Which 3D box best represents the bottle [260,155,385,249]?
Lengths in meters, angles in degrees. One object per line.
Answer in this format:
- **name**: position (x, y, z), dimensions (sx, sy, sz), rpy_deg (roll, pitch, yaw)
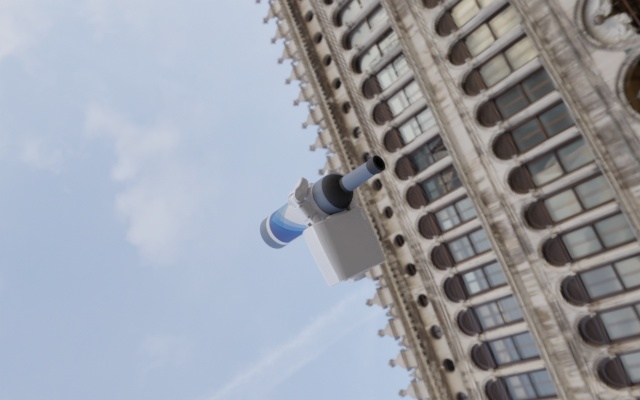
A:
- **bottle**: position (0.000, 0.003, 0.839), dimensions (0.069, 0.069, 0.296), rpy_deg (0, -25, -43)
